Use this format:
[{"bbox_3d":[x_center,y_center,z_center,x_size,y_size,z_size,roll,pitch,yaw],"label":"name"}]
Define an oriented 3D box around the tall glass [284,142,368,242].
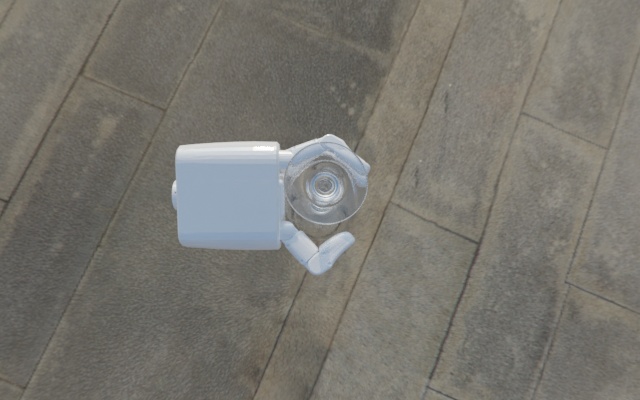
[{"bbox_3d":[0.000,0.002,0.514,0.079,0.079,0.201,0,-10,-2],"label":"tall glass"}]
